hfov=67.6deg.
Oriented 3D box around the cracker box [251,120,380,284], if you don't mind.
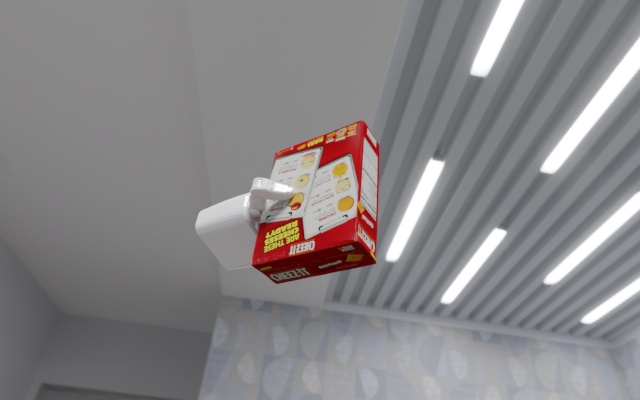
[{"bbox_3d":[0.000,0.002,0.694,0.164,0.213,0.072,-16,-42,28],"label":"cracker box"}]
